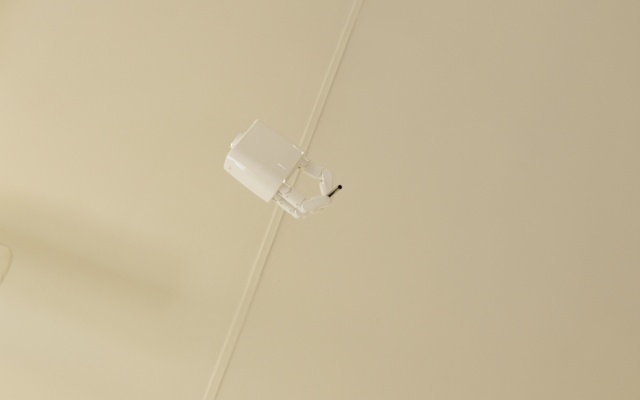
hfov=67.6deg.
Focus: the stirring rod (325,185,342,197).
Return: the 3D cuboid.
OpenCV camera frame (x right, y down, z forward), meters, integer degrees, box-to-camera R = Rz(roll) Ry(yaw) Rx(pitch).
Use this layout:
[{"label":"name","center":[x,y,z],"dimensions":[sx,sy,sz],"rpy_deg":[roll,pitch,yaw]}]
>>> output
[{"label":"stirring rod","center":[0.000,0.003,0.899],"dimensions":[0.011,0.011,0.239],"rpy_deg":[0,-12,-16]}]
